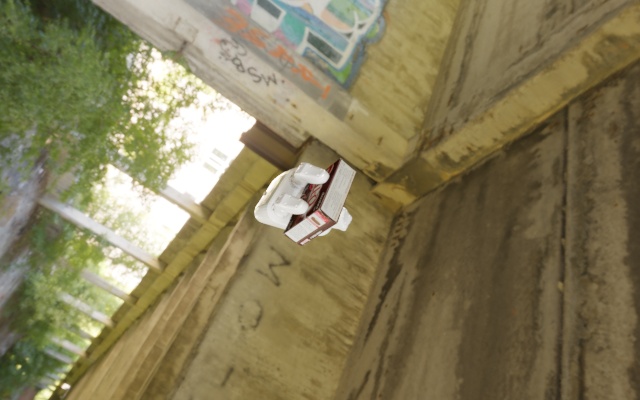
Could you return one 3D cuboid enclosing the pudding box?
[{"bbox_3d":[0.000,0.002,0.699,0.039,0.113,0.090,36,-44,-17],"label":"pudding box"}]
